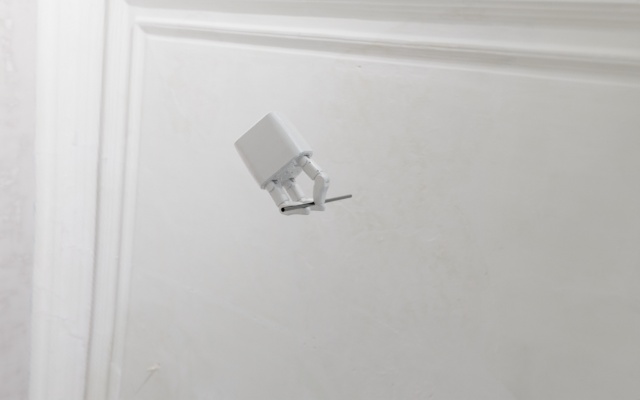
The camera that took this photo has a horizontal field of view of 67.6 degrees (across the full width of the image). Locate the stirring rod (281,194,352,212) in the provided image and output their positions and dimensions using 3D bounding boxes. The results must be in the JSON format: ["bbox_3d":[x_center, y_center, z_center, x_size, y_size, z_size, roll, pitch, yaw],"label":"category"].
[{"bbox_3d":[0.000,0.003,0.883,0.011,0.011,0.239,0,6,31],"label":"stirring rod"}]
